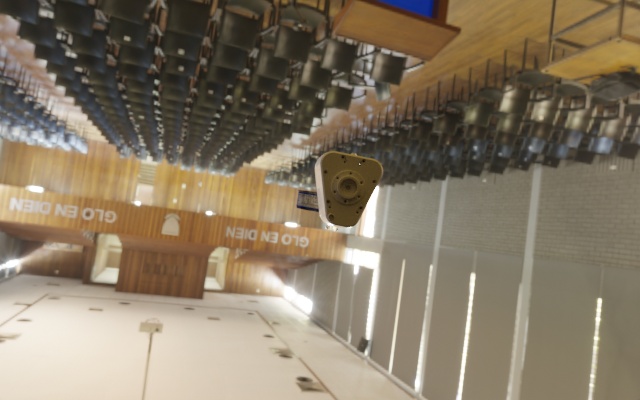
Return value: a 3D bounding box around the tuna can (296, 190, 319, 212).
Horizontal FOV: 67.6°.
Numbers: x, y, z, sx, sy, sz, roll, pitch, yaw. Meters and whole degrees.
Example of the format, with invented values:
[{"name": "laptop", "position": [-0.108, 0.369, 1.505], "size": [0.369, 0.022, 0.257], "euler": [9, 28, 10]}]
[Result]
[{"name": "tuna can", "position": [0.000, 0.003, 0.860], "size": [0.086, 0.034, 0.086], "euler": [8, 2, 0]}]
